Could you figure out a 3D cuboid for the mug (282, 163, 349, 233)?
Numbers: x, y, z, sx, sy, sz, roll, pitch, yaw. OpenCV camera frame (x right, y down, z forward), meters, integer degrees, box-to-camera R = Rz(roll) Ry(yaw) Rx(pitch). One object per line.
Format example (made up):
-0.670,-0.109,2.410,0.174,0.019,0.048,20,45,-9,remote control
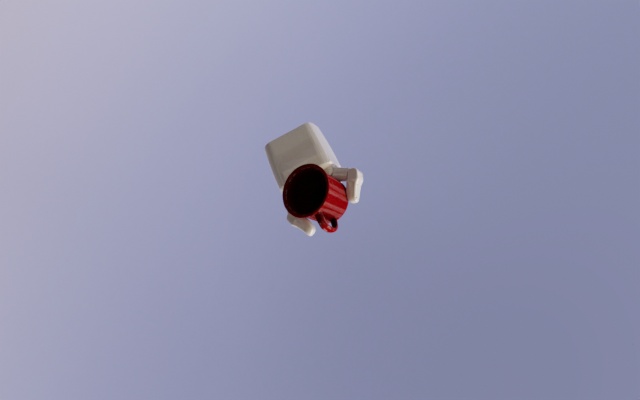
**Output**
0.001,0.004,0.809,0.093,0.117,0.081,-35,-30,20,mug
